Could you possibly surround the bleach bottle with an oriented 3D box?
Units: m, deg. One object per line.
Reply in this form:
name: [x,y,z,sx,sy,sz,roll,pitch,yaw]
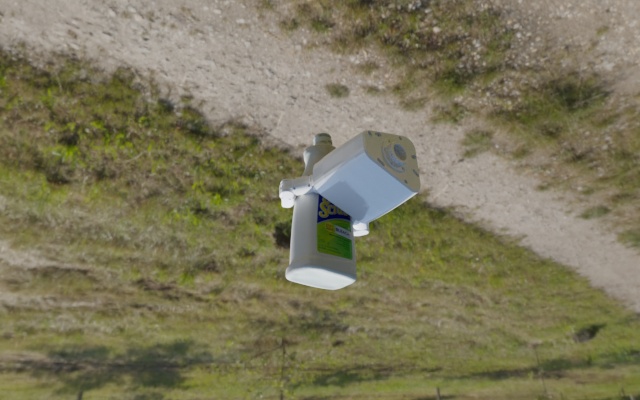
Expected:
bleach bottle: [0.000,0.002,0.727,0.102,0.250,0.068,20,-36,-33]
